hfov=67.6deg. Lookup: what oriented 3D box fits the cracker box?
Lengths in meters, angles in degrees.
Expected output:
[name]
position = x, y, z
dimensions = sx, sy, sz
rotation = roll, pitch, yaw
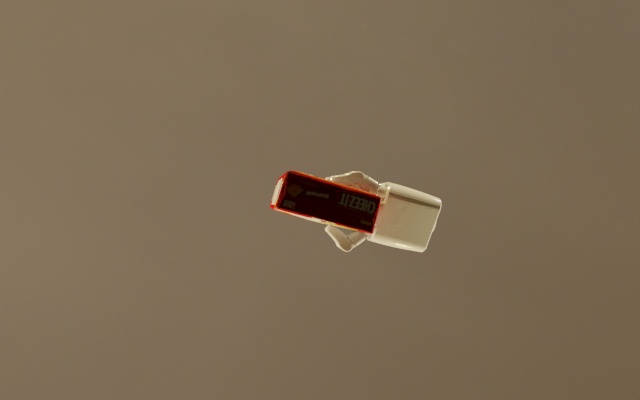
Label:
[cracker box]
position = 0.000, 0.003, 0.862
dimensions = 0.164, 0.072, 0.213
rotation = 15, -3, -8
